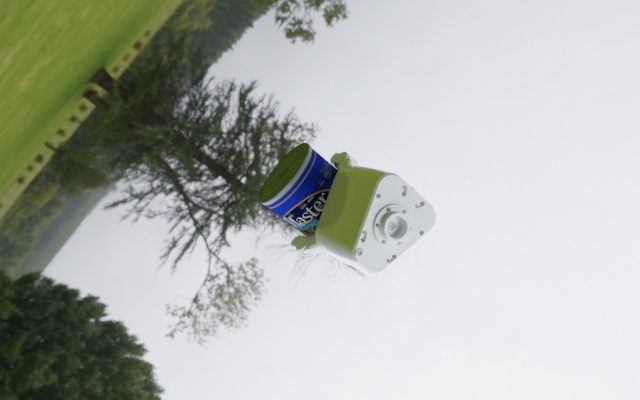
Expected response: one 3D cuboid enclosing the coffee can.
[{"bbox_3d":[0.000,0.002,0.669,0.140,0.102,0.103,39,-16,-21],"label":"coffee can"}]
